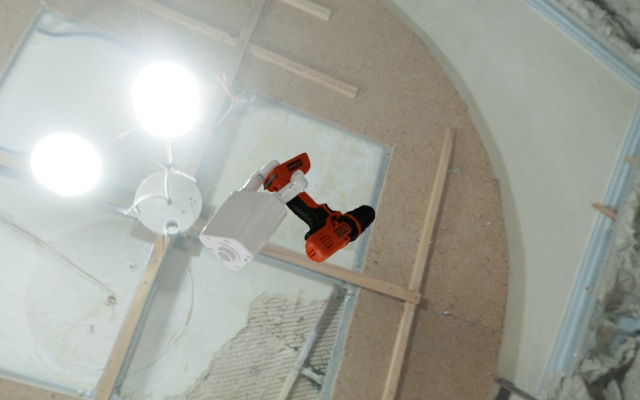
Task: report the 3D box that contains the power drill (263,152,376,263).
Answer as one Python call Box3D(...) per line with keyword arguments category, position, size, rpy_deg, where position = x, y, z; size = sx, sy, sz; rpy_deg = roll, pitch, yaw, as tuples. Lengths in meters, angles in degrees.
Box3D(category="power drill", position=(0.000, 0.003, 0.873), size=(0.184, 0.187, 0.057), rpy_deg=(-32, -12, -46))
